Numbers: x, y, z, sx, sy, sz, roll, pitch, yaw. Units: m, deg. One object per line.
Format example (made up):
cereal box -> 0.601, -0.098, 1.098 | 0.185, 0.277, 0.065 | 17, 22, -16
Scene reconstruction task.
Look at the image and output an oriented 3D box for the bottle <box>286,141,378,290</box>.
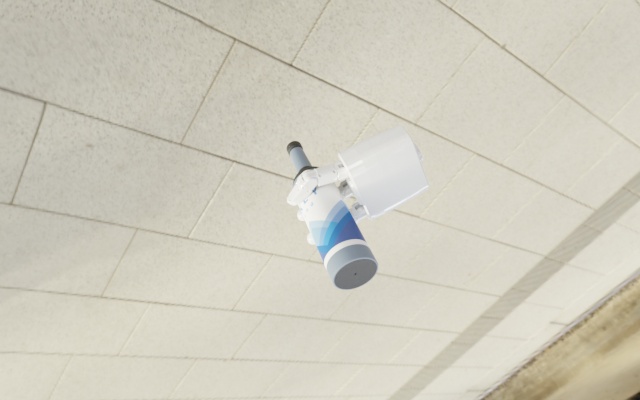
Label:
bottle -> 0.000, 0.003, 0.738 | 0.069, 0.069, 0.295 | 0, 41, -25
